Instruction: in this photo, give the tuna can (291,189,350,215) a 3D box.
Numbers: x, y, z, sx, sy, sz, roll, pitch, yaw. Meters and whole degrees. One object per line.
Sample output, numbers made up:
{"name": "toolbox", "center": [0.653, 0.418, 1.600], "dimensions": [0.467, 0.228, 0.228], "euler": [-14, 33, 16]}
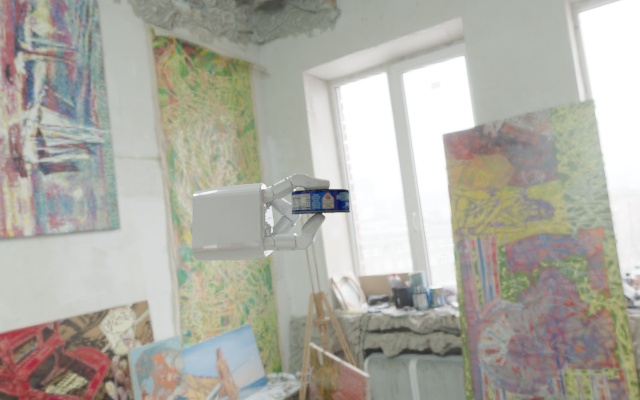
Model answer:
{"name": "tuna can", "center": [0.000, 0.002, 0.693], "dimensions": [0.086, 0.034, 0.086], "euler": [-2, -2, 0]}
